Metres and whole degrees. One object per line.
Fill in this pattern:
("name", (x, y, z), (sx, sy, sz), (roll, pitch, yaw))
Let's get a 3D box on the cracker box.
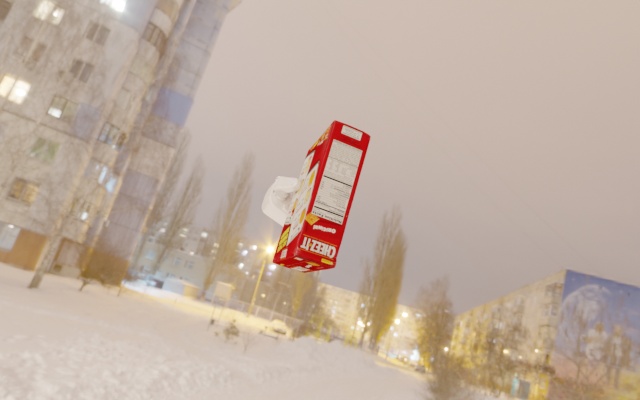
("cracker box", (0.000, 0.002, 0.760), (0.072, 0.213, 0.164), (19, -15, -12))
